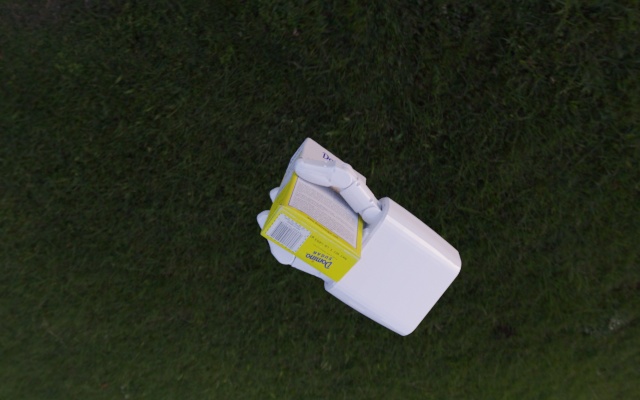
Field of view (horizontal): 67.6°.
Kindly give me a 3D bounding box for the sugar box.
[{"bbox_3d":[0.000,0.002,0.521,0.093,0.048,0.176,35,24,-10],"label":"sugar box"}]
